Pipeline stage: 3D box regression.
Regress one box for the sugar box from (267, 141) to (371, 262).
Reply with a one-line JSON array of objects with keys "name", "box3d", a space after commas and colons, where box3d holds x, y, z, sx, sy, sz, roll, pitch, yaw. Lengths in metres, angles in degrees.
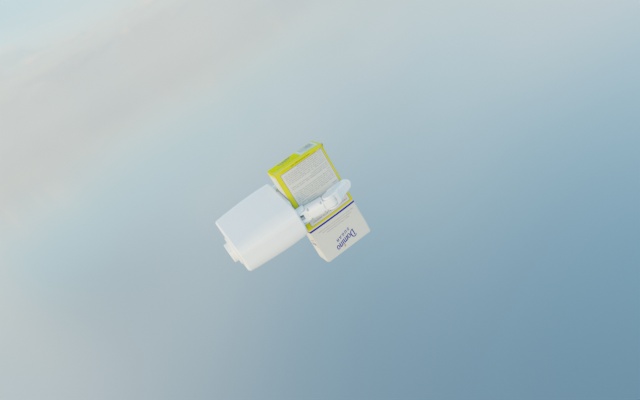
[{"name": "sugar box", "box3d": [0.000, 0.002, 0.771, 0.093, 0.176, 0.048, -35, 24, -13]}]
